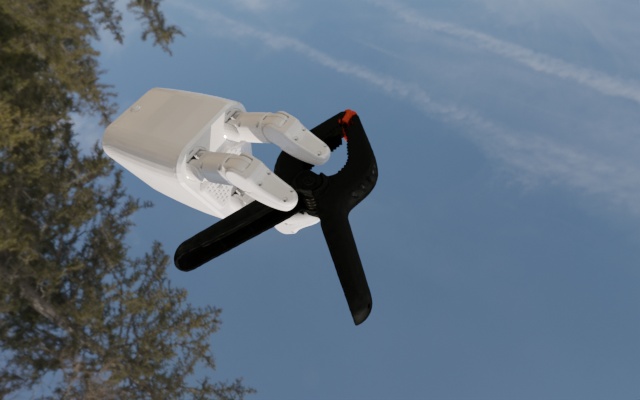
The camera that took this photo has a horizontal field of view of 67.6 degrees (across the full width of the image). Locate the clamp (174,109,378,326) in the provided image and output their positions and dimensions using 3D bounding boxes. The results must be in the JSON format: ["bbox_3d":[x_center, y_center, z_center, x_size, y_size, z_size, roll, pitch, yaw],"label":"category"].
[{"bbox_3d":[0.000,0.001,0.405,0.164,0.210,0.036,19,-35,24],"label":"clamp"}]
